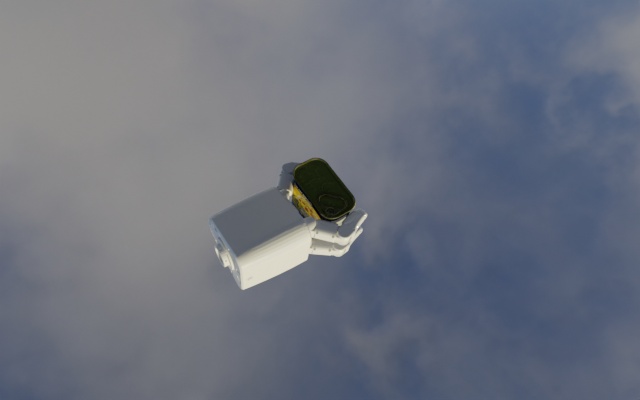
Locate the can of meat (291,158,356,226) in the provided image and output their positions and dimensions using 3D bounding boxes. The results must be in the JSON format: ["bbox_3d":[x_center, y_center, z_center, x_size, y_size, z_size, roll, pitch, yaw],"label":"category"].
[{"bbox_3d":[0.000,0.002,0.709,0.057,0.102,0.084,-28,-24,-22],"label":"can of meat"}]
